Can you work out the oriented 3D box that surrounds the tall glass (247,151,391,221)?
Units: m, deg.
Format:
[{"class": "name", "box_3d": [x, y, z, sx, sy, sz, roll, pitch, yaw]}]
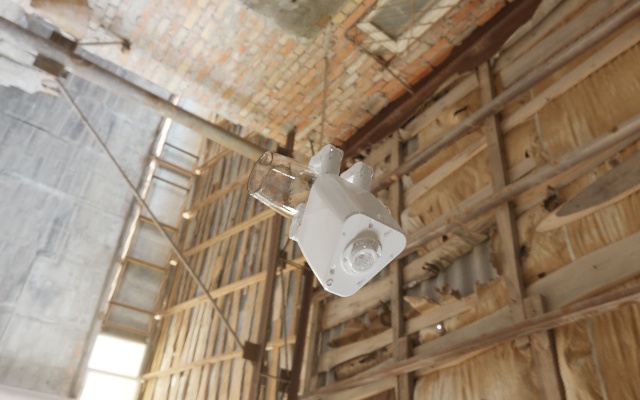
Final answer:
[{"class": "tall glass", "box_3d": [0.001, 0.002, 0.664, 0.201, 0.079, 0.079, 26, -13, -27]}]
